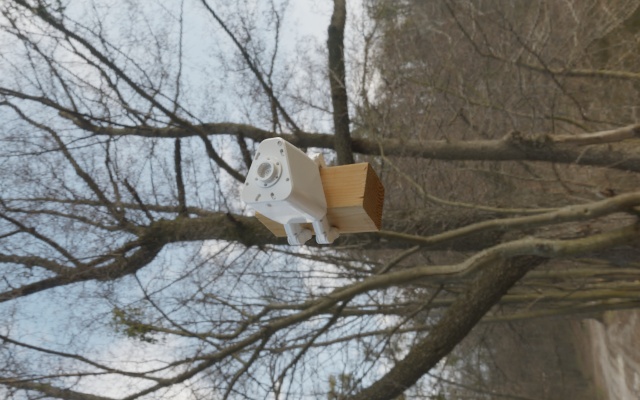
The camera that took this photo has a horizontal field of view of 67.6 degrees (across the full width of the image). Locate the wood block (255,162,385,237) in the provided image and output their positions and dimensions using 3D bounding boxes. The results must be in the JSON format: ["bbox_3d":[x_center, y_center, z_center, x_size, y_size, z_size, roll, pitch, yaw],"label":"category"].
[{"bbox_3d":[0.000,0.002,0.852,0.206,0.090,0.090,-5,-33,26],"label":"wood block"}]
